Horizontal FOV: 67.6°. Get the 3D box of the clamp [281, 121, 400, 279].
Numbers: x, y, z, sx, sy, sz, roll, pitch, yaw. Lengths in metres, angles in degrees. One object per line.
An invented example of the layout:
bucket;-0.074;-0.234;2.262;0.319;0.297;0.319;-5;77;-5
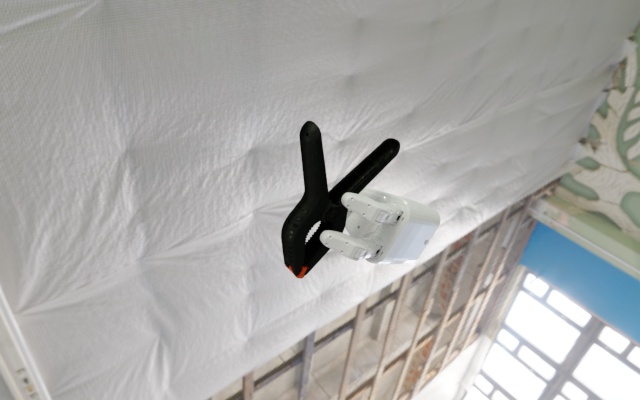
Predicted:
clamp;-0.001;0.002;0.576;0.164;0.210;0.036;12;22;-49
